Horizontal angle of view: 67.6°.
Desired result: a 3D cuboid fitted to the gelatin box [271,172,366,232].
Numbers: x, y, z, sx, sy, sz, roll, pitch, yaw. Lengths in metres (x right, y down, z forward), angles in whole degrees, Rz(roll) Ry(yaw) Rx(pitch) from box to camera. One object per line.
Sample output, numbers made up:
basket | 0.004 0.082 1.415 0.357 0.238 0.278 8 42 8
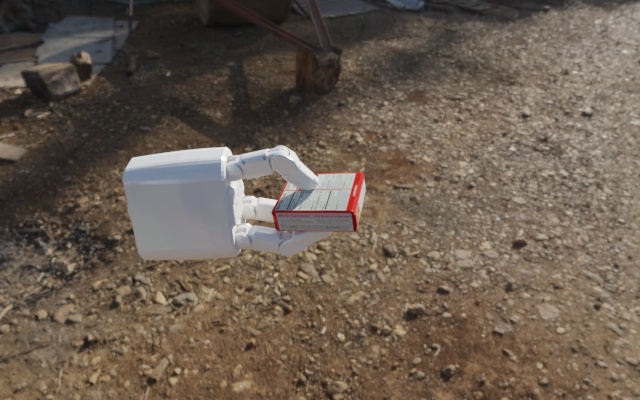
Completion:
gelatin box | 0.000 0.001 0.516 0.089 0.030 0.073 -1 35 15
